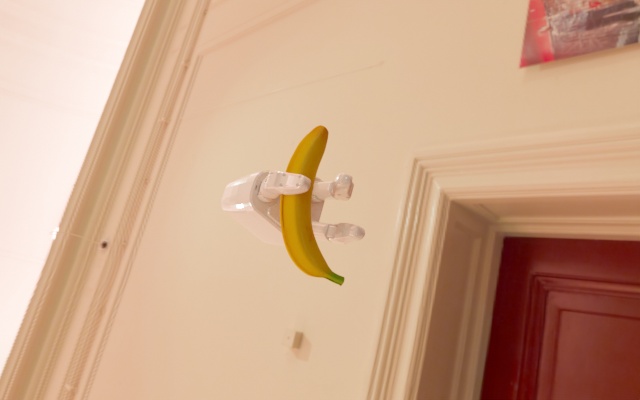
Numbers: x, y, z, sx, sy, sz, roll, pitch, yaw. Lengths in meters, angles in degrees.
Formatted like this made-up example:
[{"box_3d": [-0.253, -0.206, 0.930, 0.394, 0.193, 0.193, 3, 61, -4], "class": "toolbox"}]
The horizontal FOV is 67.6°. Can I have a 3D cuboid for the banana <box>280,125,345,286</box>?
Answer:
[{"box_3d": [-0.016, 0.006, 0.577, 0.069, 0.198, 0.037, -3, -6, -25], "class": "banana"}]
